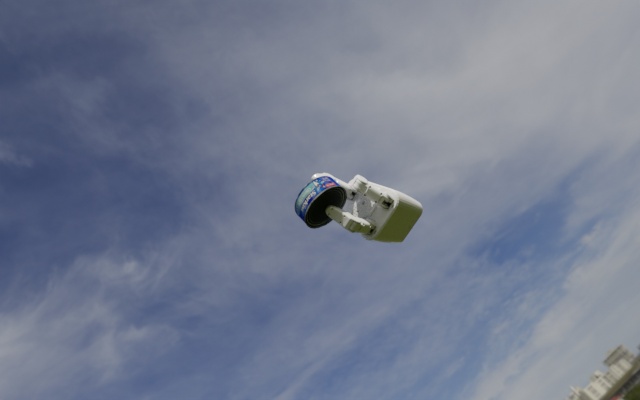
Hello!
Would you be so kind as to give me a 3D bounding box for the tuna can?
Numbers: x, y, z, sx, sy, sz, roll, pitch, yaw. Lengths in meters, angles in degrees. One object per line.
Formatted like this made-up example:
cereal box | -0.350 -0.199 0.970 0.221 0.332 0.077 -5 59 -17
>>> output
tuna can | 0.000 0.002 0.781 0.086 0.086 0.033 0 36 -49
